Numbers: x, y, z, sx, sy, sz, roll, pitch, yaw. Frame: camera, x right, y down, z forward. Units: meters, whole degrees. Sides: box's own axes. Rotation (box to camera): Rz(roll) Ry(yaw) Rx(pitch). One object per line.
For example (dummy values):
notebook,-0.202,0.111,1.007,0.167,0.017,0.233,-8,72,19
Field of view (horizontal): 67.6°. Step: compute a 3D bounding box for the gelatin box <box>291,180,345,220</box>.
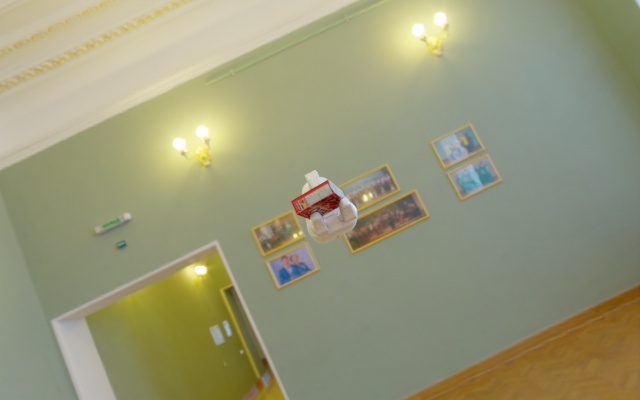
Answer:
gelatin box,0.000,0.002,0.813,0.073,0.030,0.089,-29,-18,10
